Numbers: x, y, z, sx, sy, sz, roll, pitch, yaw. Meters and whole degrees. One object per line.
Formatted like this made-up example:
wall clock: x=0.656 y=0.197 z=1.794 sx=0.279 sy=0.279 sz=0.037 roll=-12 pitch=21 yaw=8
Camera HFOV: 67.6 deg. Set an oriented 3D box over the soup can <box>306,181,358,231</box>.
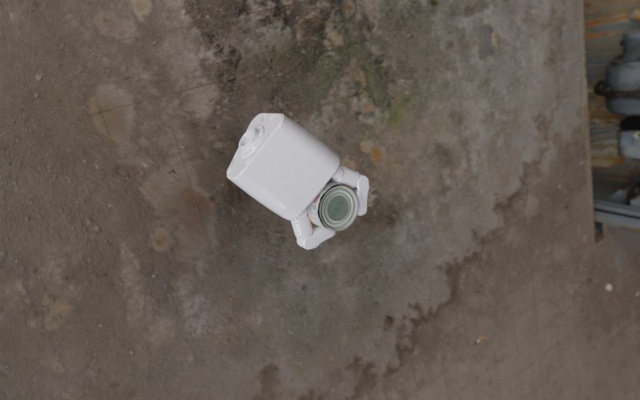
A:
soup can: x=0.001 y=0.003 z=0.699 sx=0.068 sy=0.068 sz=0.102 roll=0 pitch=10 yaw=-32
